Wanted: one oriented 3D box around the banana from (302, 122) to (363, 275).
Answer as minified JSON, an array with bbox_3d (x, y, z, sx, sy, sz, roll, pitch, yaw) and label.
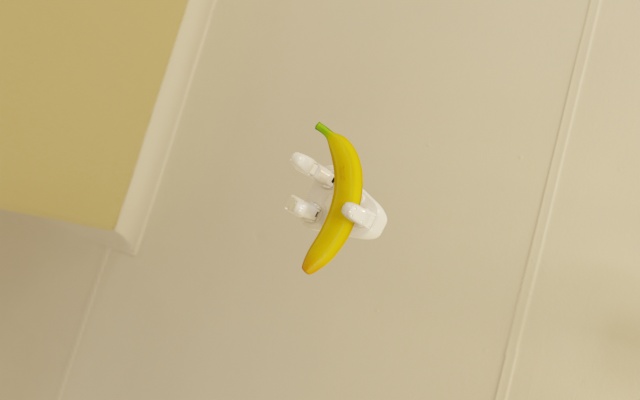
[{"bbox_3d":[0.019,0.000,0.624,0.069,0.198,0.037,5,-3,3],"label":"banana"}]
